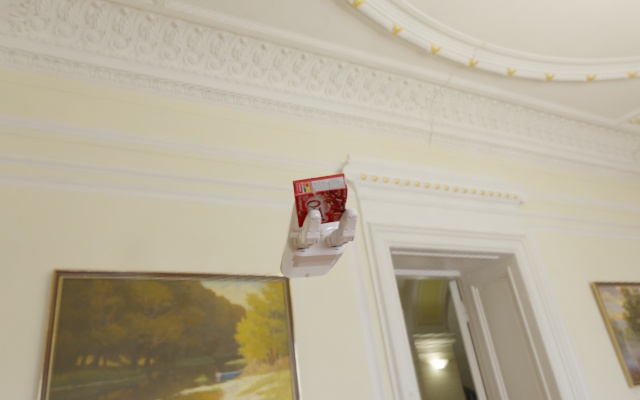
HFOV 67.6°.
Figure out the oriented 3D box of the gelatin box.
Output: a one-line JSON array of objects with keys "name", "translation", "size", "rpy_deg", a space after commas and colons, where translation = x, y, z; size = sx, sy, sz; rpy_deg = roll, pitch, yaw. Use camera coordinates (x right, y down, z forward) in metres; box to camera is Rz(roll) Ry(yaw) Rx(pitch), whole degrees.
[{"name": "gelatin box", "translation": [0.000, 0.002, 0.681], "size": [0.073, 0.030, 0.089], "rpy_deg": [-8, -33, -4]}]
